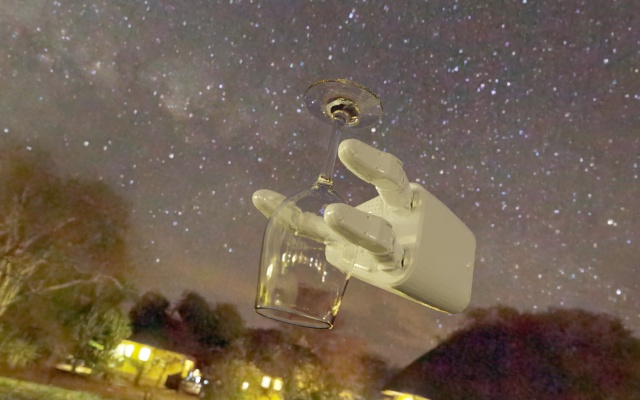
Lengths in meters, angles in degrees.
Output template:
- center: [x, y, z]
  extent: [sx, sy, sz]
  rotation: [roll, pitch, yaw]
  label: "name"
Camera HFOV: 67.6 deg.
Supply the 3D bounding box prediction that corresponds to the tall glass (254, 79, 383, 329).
- center: [0.000, 0.001, 0.403]
  extent: [0.079, 0.201, 0.079]
  rotation: [12, -23, 5]
  label: "tall glass"
